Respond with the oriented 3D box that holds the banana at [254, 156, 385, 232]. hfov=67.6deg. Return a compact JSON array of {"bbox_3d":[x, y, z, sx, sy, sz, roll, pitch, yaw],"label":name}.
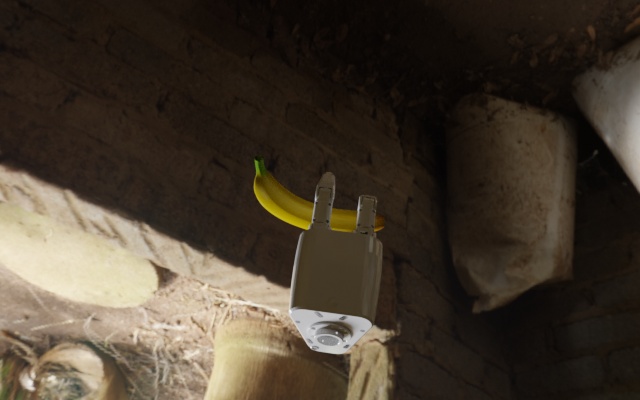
[{"bbox_3d":[-0.011,0.012,0.644,0.198,0.037,0.070,25,-46,-13],"label":"banana"}]
